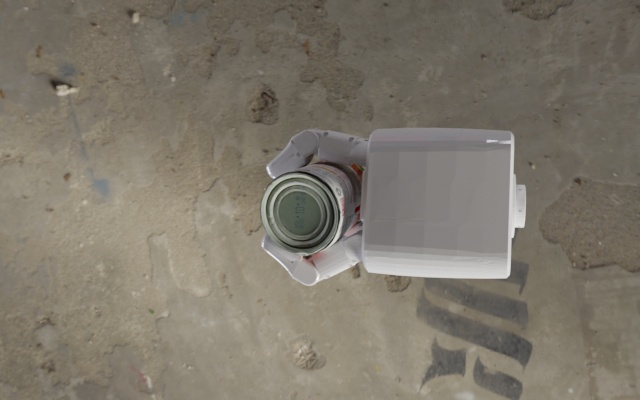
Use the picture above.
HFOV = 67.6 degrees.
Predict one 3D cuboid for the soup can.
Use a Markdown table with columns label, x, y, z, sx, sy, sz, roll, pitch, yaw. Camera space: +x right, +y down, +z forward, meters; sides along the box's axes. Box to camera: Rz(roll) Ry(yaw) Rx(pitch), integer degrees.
| label | x | y | z | sx | sy | sz | roll | pitch | yaw |
| --- | --- | --- | --- | --- | --- | --- | --- | --- | --- |
| soup can | -0.001 | 0.001 | 0.408 | 0.068 | 0.068 | 0.102 | 0 | 11 | 20 |
